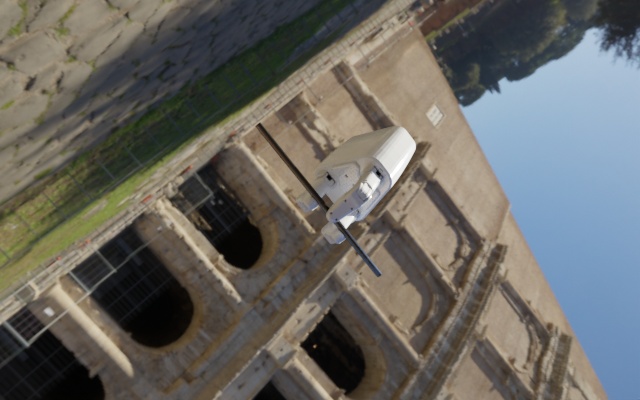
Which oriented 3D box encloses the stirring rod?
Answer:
[{"bbox_3d":[0.000,0.002,0.585,0.011,0.239,0.011,-38,9,7],"label":"stirring rod"}]
